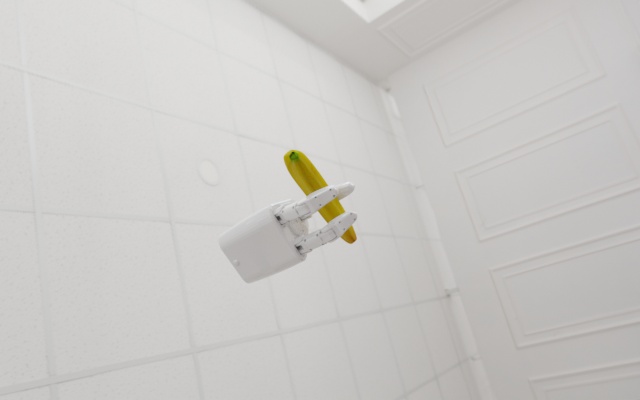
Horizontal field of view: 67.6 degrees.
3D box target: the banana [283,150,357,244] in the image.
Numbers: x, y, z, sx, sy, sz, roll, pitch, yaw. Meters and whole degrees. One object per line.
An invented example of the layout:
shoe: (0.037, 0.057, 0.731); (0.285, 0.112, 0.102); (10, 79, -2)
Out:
banana: (-0.005, -0.011, 0.715); (0.037, 0.198, 0.069); (-30, 37, 10)
